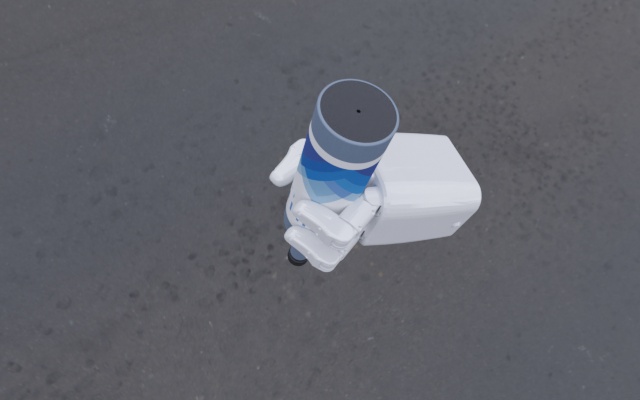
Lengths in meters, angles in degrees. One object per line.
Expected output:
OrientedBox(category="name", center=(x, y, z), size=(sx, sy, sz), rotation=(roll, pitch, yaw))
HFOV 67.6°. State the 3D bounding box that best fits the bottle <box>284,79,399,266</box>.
OrientedBox(category="bottle", center=(0.000, 0.001, 0.495), size=(0.069, 0.069, 0.296), rotation=(0, -29, -13))
